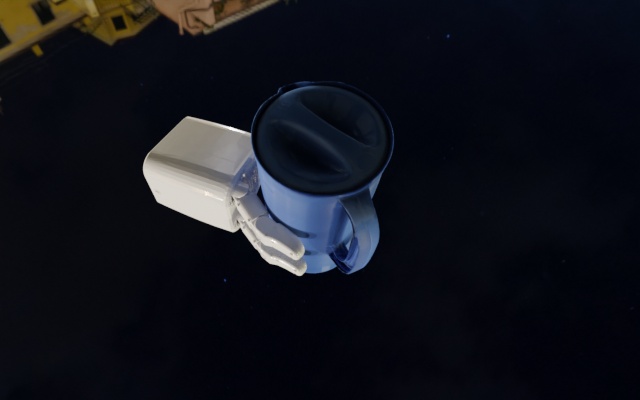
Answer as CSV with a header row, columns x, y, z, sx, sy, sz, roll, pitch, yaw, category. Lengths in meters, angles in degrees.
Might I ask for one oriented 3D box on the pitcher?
x,y,z,sx,sy,sz,roll,pitch,yaw,category
0.000,0.002,0.538,0.145,0.149,0.243,18,-28,7,pitcher
